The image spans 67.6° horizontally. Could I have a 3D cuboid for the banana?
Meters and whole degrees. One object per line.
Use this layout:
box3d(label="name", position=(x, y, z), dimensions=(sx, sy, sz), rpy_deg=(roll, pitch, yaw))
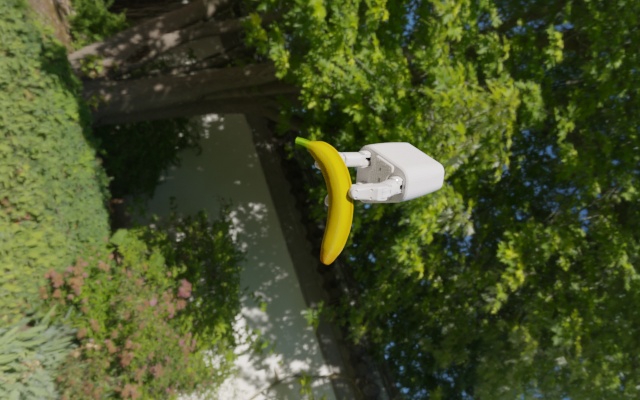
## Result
box3d(label="banana", position=(0.016, -0.004, 0.716), dimensions=(0.069, 0.198, 0.037), rpy_deg=(-12, 0, 23))
